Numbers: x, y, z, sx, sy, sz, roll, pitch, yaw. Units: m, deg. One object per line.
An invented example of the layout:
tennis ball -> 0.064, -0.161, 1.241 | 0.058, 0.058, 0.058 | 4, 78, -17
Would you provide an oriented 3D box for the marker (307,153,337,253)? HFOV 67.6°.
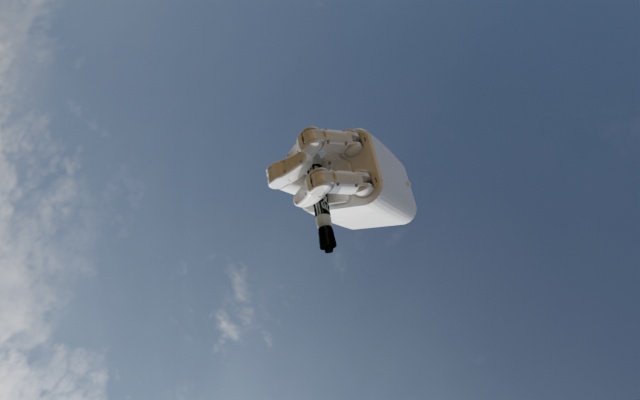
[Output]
marker -> 0.000, 0.002, 0.537 | 0.020, 0.121, 0.020 | -8, -26, -4
